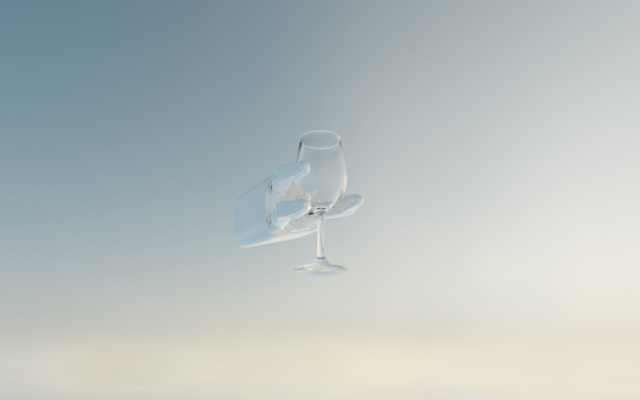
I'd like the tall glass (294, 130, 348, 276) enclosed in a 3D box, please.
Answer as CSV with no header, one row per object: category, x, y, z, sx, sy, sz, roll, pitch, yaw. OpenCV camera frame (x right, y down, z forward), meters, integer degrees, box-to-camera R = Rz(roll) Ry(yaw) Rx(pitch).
tall glass,0.000,0.003,0.686,0.079,0.201,0.079,0,-19,0
